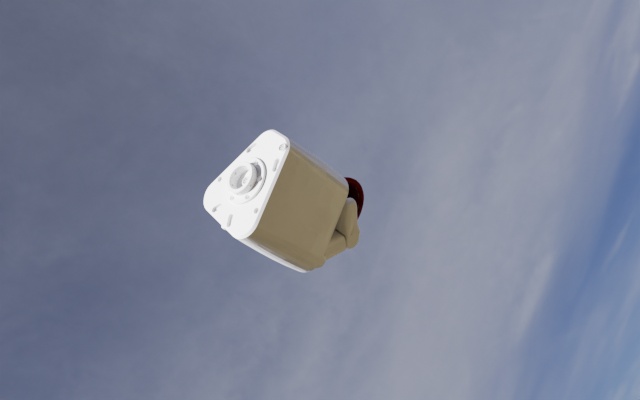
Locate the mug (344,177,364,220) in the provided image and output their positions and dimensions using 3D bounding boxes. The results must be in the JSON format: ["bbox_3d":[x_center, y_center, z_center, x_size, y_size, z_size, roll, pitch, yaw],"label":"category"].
[{"bbox_3d":[0.001,0.002,0.612,0.081,0.093,0.117,35,0,41],"label":"mug"}]
